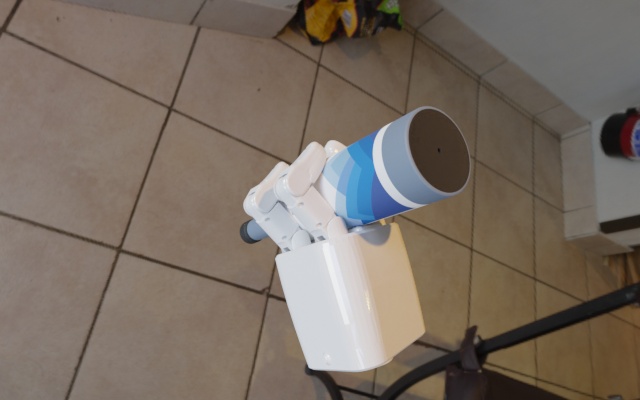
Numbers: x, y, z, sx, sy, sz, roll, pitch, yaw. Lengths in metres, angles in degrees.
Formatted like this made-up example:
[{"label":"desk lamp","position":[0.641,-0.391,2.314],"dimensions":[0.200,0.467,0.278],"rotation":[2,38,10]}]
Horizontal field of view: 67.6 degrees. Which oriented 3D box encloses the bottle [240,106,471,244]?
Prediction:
[{"label":"bottle","position":[0.000,0.001,0.448],"dimensions":[0.069,0.069,0.296],"rotation":[0,-14,-36]}]
